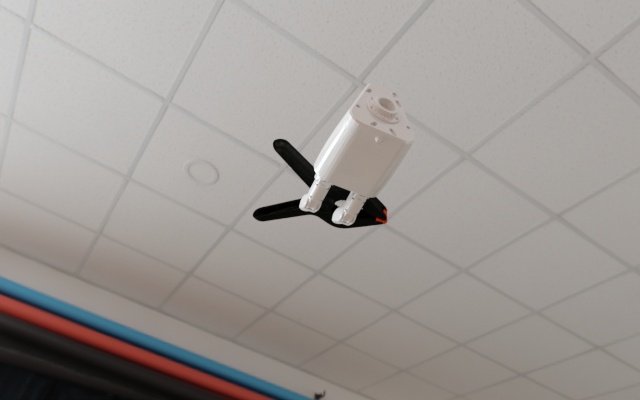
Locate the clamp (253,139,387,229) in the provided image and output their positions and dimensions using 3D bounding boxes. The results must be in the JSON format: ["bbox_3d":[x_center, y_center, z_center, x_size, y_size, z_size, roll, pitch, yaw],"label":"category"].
[{"bbox_3d":[0.001,0.002,0.742,0.210,0.036,0.165,21,-47,-12],"label":"clamp"}]
